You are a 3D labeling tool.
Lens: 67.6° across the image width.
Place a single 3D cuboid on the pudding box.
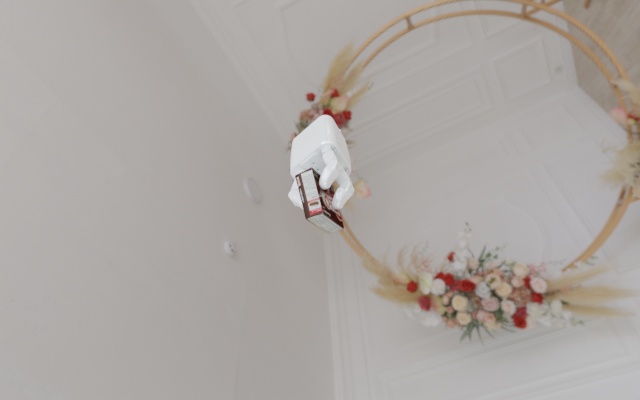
[{"bbox_3d":[0.000,0.003,0.861,0.039,0.090,0.113,-22,-23,17],"label":"pudding box"}]
